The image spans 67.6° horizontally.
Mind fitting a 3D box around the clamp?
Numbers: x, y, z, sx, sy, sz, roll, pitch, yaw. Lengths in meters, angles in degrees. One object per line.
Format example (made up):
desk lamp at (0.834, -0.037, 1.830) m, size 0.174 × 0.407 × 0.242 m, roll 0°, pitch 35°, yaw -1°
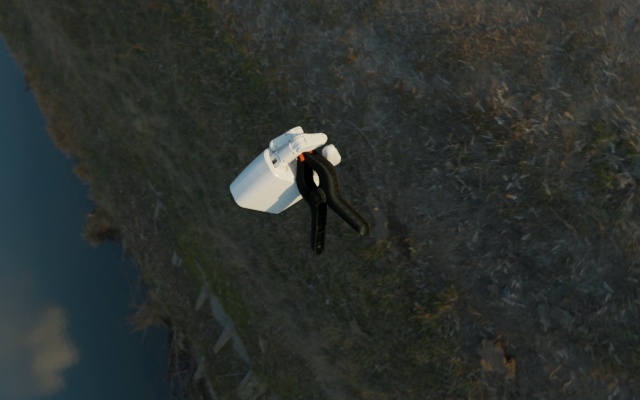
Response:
clamp at (0.000, 0.002, 0.757) m, size 0.120 × 0.171 × 0.039 m, roll -36°, pitch -16°, yaw 34°
